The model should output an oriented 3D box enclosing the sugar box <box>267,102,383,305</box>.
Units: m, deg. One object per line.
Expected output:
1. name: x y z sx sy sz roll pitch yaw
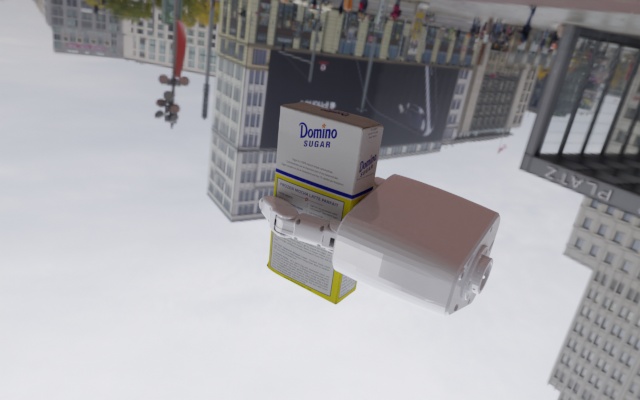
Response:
1. sugar box: 0.000 0.002 0.463 0.093 0.176 0.048 22 24 30
